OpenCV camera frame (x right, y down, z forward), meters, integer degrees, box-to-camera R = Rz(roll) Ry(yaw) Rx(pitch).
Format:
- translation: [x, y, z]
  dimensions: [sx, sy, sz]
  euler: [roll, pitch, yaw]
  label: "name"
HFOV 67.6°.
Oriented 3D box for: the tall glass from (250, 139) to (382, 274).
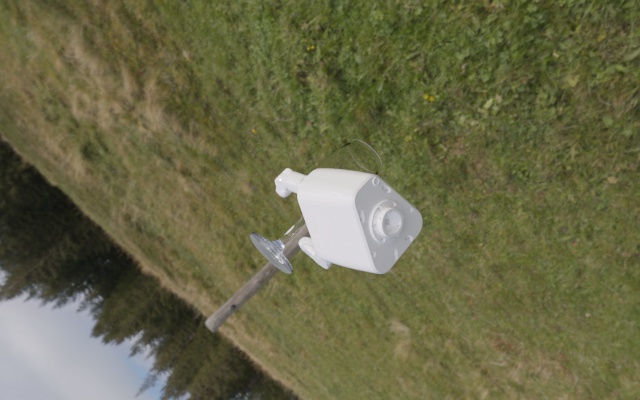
- translation: [0.000, 0.003, 0.652]
  dimensions: [0.201, 0.079, 0.079]
  euler: [-46, 21, -22]
  label: "tall glass"
